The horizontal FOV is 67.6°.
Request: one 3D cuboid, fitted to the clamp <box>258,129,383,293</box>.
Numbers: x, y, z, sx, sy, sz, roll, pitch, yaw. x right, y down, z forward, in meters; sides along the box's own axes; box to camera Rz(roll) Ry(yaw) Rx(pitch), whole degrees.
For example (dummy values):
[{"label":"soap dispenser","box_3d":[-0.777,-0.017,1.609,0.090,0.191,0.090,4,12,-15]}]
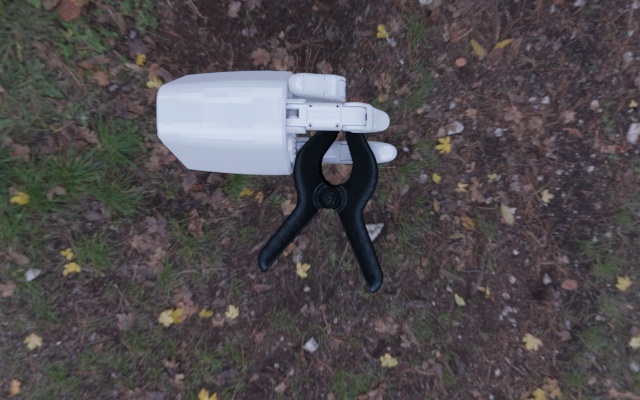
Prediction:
[{"label":"clamp","box_3d":[0.000,0.001,0.448,0.120,0.171,0.039,1,4,1]}]
